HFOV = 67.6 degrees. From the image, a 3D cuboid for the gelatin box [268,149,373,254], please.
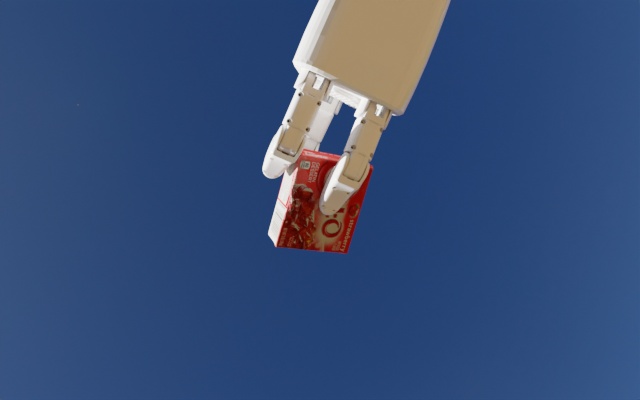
[{"bbox_3d":[0.000,0.002,0.433,0.073,0.089,0.030,8,19,-25],"label":"gelatin box"}]
